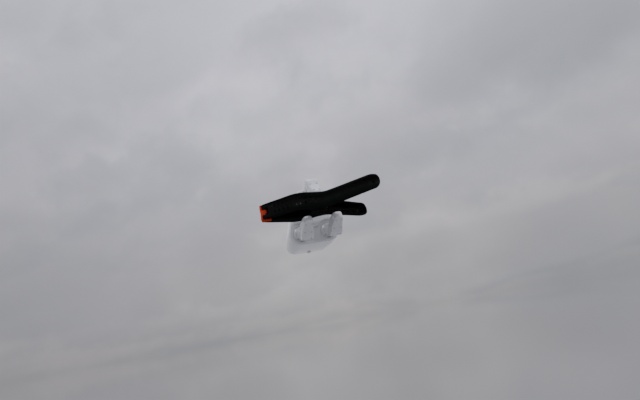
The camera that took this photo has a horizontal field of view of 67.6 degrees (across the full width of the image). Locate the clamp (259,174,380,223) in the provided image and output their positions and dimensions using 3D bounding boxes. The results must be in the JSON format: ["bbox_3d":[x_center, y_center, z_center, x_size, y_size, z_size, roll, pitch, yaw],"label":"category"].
[{"bbox_3d":[-0.001,0.002,0.833,0.210,0.036,0.165,-7,-20,-13],"label":"clamp"}]
